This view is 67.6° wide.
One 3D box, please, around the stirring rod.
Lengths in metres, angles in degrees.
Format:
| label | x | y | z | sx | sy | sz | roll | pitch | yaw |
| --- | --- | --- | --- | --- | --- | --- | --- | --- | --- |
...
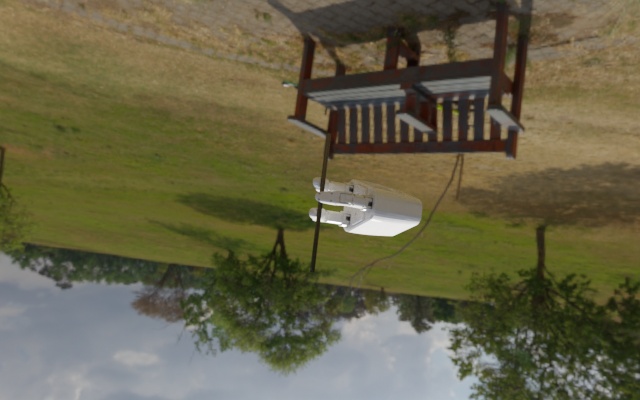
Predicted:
| label | x | y | z | sx | sy | sz | roll | pitch | yaw |
| --- | --- | --- | --- | --- | --- | --- | --- | --- | --- |
| stirring rod | 0.000 | 0.003 | 0.819 | 0.011 | 0.239 | 0.011 | 7 | -6 | 1 |
